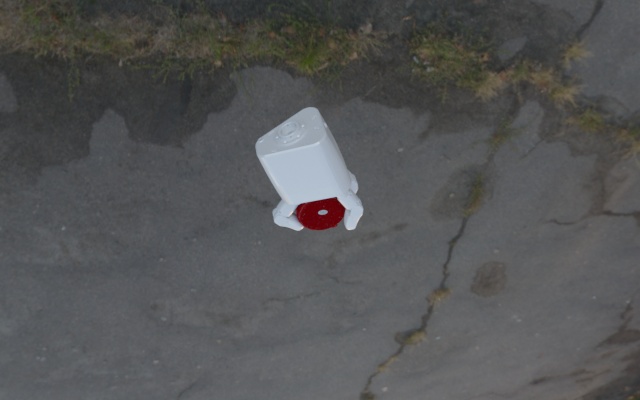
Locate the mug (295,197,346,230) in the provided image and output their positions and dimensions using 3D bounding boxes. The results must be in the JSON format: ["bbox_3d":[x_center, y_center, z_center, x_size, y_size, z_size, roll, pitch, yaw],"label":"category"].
[{"bbox_3d":[0.001,0.004,0.803,0.093,0.081,0.117,-23,-46,8],"label":"mug"}]
